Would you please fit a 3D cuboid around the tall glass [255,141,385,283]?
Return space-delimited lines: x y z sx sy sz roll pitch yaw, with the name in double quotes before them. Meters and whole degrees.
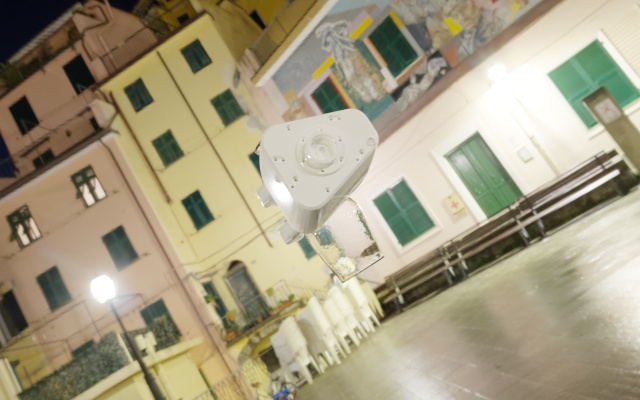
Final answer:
"tall glass" 0.000 0.001 0.598 0.079 0.201 0.079 -31 -10 -6
